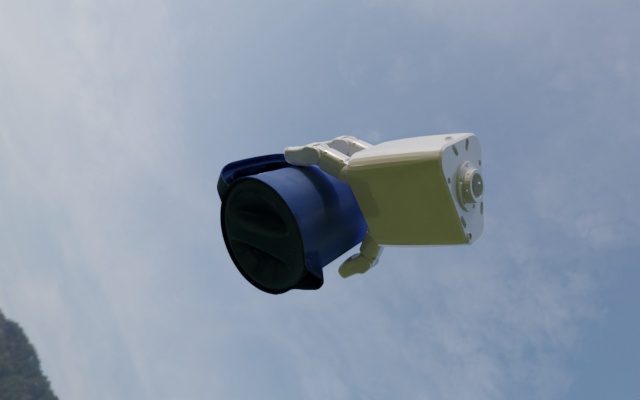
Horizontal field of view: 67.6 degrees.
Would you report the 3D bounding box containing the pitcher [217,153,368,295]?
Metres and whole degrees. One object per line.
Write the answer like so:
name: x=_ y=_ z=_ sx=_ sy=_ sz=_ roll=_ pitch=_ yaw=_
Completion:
pitcher: x=0.000 y=0.002 z=0.598 sx=0.145 sy=0.149 sz=0.243 roll=-6 pitch=12 yaw=43
